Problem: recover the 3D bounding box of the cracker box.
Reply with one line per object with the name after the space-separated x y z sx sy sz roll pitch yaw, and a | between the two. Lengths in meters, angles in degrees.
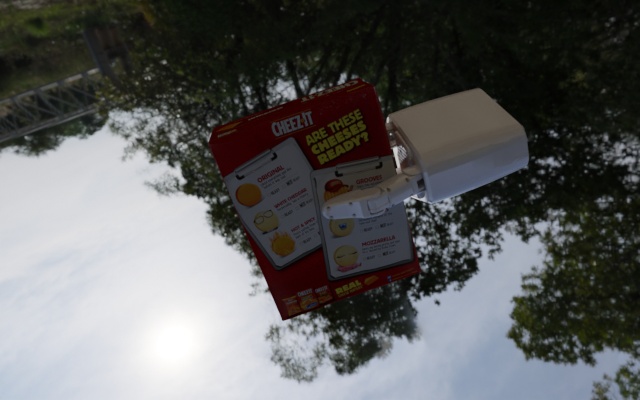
0.000 0.002 0.503 0.164 0.214 0.072 -19 23 -2 | cracker box
